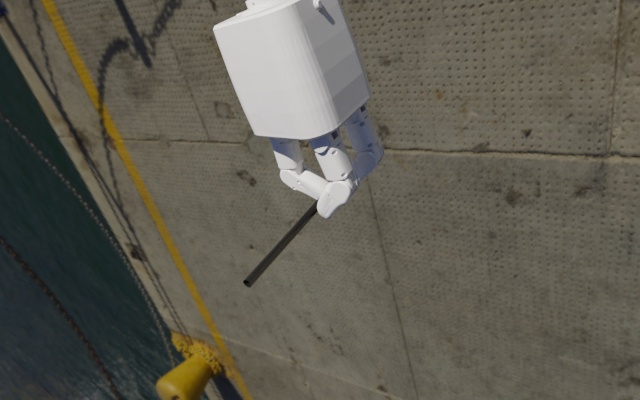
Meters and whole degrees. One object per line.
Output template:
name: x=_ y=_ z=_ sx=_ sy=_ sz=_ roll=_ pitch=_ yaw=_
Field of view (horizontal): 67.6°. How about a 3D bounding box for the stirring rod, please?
stirring rod: x=0.000 y=0.001 z=0.468 sx=0.011 sy=0.011 sz=0.239 roll=0 pitch=33 yaw=37
